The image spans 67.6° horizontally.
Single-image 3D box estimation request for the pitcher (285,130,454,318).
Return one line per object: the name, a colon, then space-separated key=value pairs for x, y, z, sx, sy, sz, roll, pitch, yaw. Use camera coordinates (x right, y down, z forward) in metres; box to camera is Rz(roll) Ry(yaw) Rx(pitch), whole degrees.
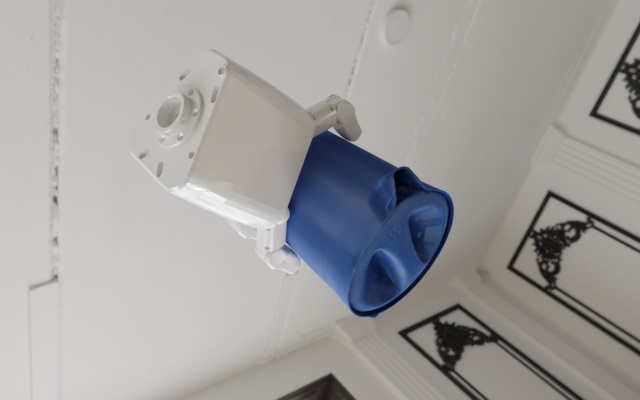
pitcher: x=0.000 y=0.002 z=0.491 sx=0.242 sy=0.149 sz=0.145 roll=38 pitch=8 yaw=37
